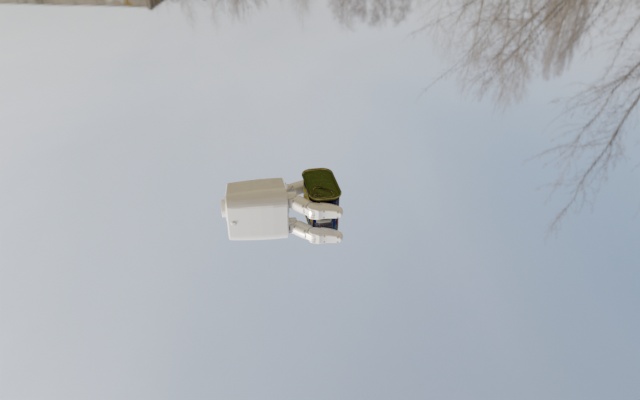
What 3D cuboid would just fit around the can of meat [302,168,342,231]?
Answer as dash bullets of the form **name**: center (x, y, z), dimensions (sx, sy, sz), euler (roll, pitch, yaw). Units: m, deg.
- **can of meat**: center (0.000, 0.003, 0.861), dimensions (0.057, 0.084, 0.102), euler (-6, 35, -11)
